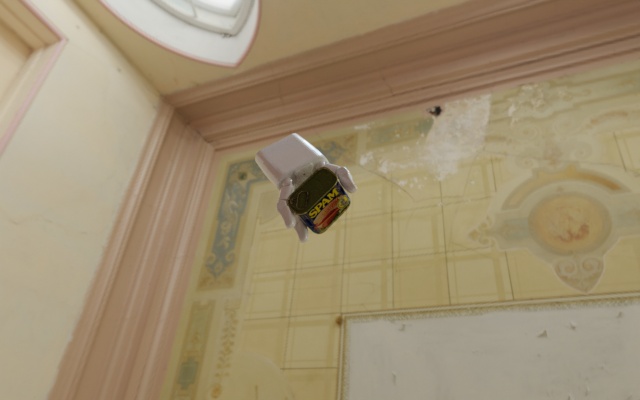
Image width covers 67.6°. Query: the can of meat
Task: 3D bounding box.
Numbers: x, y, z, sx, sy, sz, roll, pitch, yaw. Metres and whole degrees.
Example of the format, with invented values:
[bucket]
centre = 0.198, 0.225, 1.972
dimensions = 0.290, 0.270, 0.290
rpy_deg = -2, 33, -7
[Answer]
[can of meat]
centre = 0.000, 0.003, 0.887
dimensions = 0.057, 0.102, 0.084
rpy_deg = 41, -8, 40
